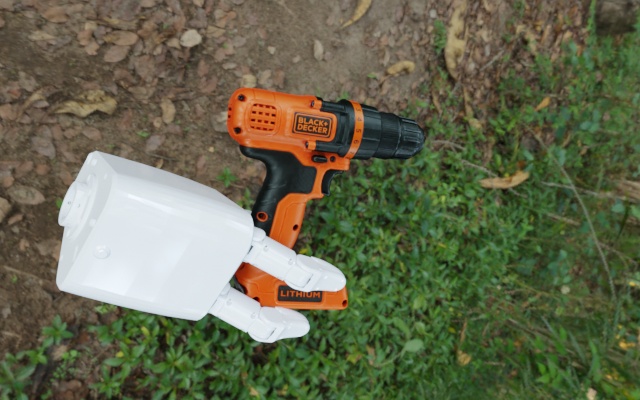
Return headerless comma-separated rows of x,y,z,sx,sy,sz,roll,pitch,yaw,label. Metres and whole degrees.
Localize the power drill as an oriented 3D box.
0.000,0.002,0.433,0.184,0.187,0.057,6,7,-19,power drill
